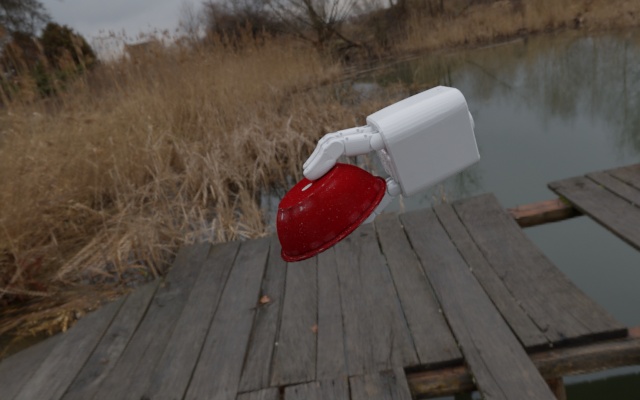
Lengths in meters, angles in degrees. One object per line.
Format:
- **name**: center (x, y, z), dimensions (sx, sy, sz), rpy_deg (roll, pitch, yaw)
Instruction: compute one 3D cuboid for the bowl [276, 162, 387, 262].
- **bowl**: center (-0.001, 0.002, 0.589), dimensions (0.162, 0.055, 0.162), rpy_deg (-35, 16, 12)
